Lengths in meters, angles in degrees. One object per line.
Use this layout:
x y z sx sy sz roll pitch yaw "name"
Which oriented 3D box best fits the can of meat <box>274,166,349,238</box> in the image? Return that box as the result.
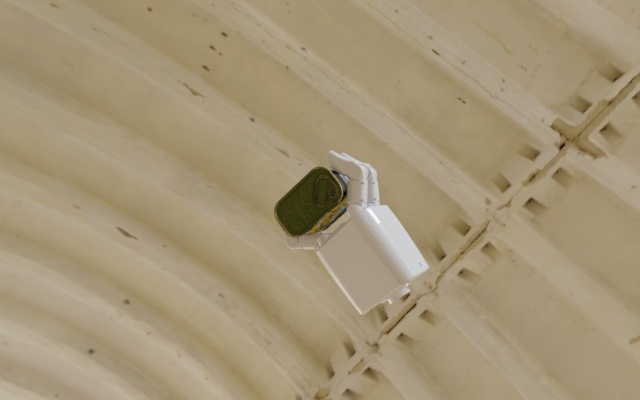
0.000 0.002 0.656 0.102 0.057 0.084 -43 -17 20 "can of meat"
